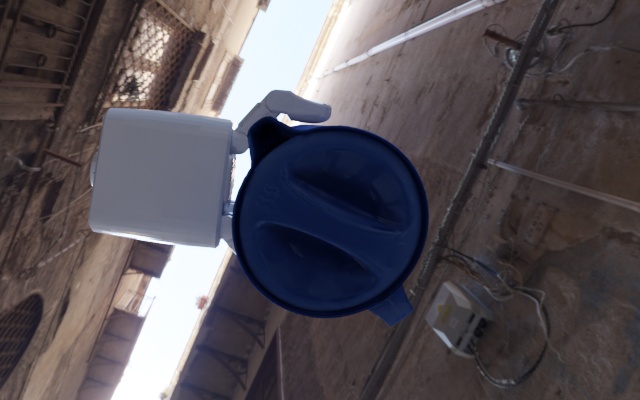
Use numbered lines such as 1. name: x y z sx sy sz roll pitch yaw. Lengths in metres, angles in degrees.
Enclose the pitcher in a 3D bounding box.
1. pitcher: 0.000 0.001 0.430 0.145 0.149 0.242 6 12 -8
